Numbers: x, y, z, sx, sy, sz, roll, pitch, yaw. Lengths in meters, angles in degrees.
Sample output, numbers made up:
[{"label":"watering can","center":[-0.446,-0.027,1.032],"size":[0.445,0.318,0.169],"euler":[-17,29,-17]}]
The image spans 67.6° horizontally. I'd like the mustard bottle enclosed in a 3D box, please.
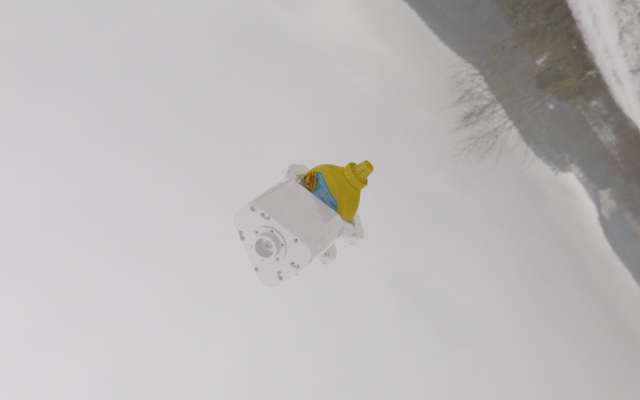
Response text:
[{"label":"mustard bottle","center":[0.000,0.002,0.705],"size":[0.192,0.096,0.058],"euler":[-37,-24,27]}]
